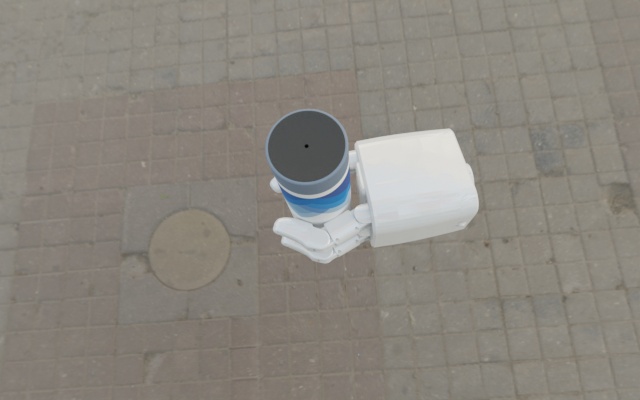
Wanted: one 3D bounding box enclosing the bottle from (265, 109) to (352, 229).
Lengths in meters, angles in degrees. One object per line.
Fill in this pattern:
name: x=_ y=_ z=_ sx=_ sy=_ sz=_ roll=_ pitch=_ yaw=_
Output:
bottle: x=0.000 y=0.002 z=0.517 sx=0.069 sy=0.069 sz=0.296 roll=0 pitch=-18 yaw=5
